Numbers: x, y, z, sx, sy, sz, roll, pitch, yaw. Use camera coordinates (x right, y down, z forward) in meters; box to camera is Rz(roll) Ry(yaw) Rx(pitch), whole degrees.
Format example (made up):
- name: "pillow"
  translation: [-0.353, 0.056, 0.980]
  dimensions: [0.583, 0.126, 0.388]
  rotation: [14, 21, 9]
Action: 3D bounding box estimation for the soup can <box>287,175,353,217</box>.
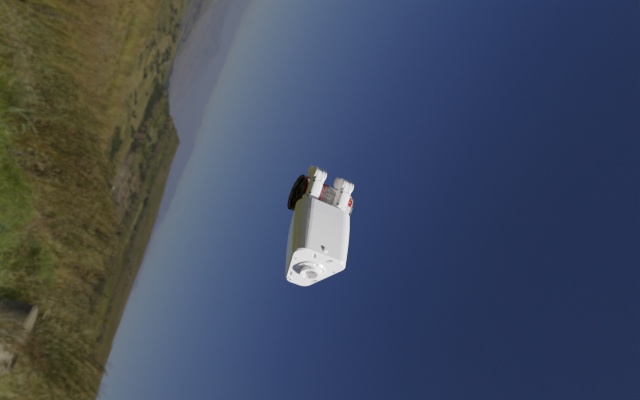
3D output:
- name: "soup can"
  translation: [0.000, 0.003, 0.871]
  dimensions: [0.102, 0.068, 0.068]
  rotation: [22, -8, -19]
